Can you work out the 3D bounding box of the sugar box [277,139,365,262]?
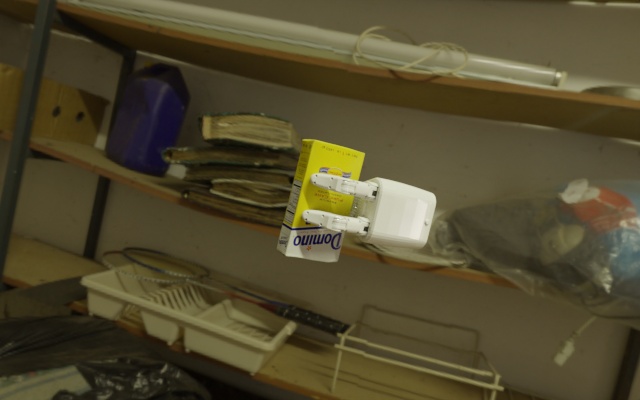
[{"bbox_3d":[0.001,0.002,0.725,0.093,0.176,0.048,11,3,-27],"label":"sugar box"}]
